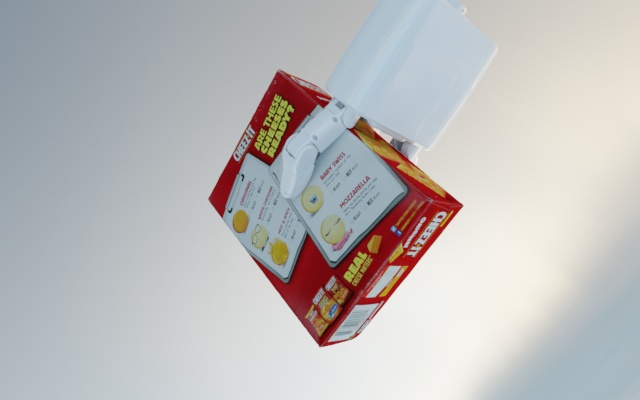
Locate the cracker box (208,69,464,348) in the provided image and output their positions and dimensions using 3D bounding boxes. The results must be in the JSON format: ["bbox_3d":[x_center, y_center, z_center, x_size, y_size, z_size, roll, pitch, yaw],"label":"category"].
[{"bbox_3d":[0.000,0.002,0.459,0.072,0.164,0.213,8,31,-50],"label":"cracker box"}]
